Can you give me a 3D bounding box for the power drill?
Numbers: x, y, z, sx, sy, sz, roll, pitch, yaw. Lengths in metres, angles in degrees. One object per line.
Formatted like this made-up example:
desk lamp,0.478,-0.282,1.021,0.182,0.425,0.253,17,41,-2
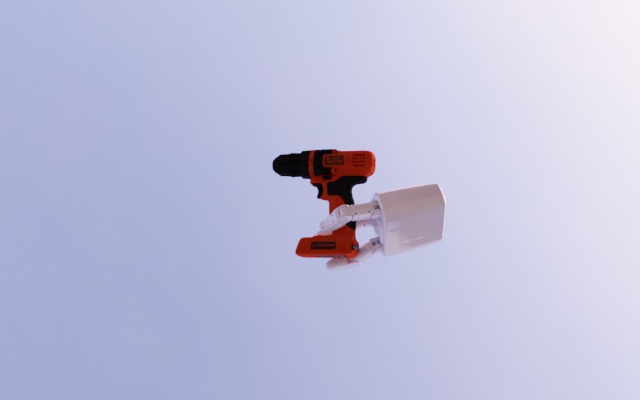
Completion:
power drill,0.000,0.003,0.814,0.184,0.187,0.057,-1,-12,17
